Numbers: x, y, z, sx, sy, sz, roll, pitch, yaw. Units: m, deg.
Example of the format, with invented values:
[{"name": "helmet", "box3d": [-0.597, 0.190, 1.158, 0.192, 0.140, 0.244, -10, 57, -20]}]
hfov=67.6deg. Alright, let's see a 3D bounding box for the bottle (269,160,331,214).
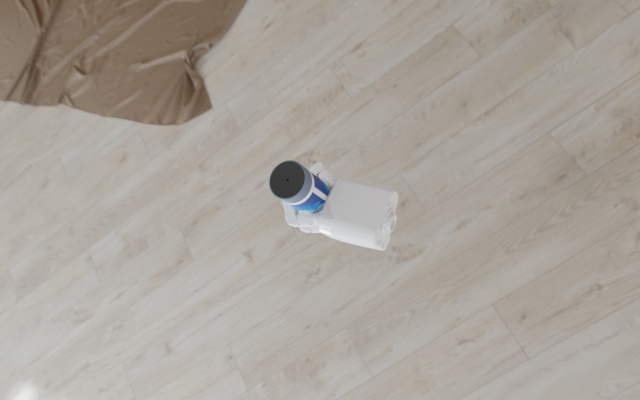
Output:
[{"name": "bottle", "box3d": [0.000, 0.003, 0.893, 0.069, 0.069, 0.296, 0, -14, 22]}]
